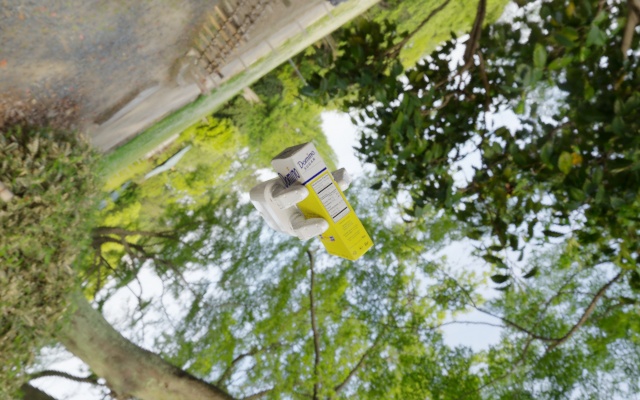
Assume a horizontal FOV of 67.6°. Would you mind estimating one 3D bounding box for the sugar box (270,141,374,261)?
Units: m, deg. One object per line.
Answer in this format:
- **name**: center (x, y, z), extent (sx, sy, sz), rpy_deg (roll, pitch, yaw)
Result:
- **sugar box**: center (0.000, 0.003, 0.693), extent (0.048, 0.176, 0.093), rpy_deg (-40, 15, -19)
